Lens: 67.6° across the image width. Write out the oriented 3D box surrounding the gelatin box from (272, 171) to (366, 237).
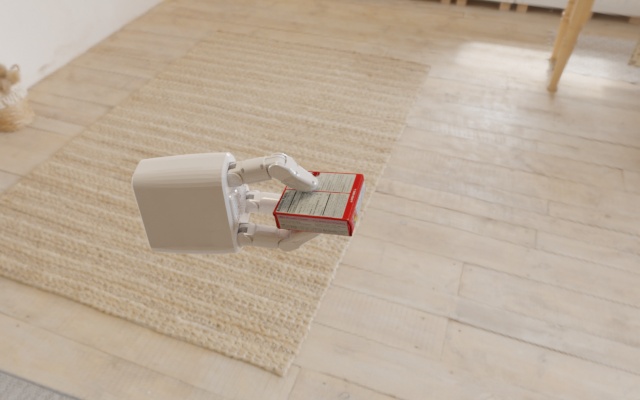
[{"bbox_3d":[0.000,0.001,0.537,0.089,0.030,0.073,4,46,18],"label":"gelatin box"}]
